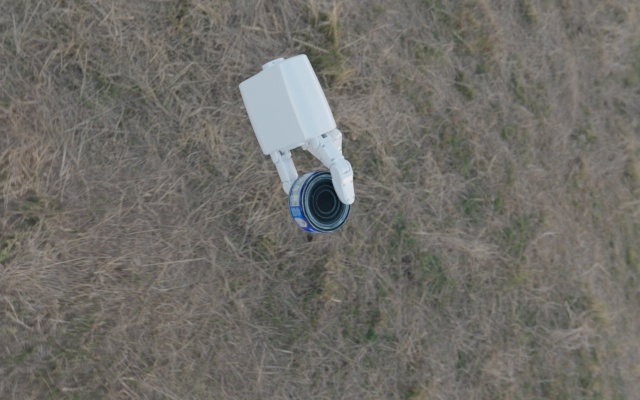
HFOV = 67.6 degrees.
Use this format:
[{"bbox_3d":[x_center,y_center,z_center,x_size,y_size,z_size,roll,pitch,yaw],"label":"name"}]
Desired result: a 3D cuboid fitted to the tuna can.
[{"bbox_3d":[0.000,0.002,0.653,0.086,0.086,0.034,0,-2,-36],"label":"tuna can"}]
